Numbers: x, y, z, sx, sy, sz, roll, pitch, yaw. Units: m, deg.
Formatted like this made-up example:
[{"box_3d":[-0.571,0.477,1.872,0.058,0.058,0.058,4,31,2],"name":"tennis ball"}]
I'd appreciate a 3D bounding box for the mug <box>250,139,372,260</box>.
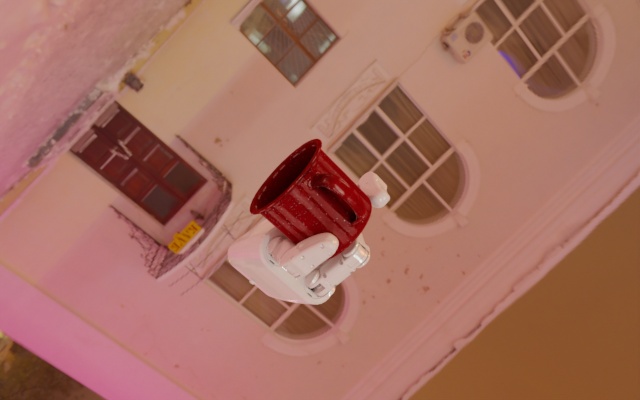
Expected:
[{"box_3d":[0.001,0.001,0.441,0.081,0.093,0.117,44,-25,-19],"name":"mug"}]
